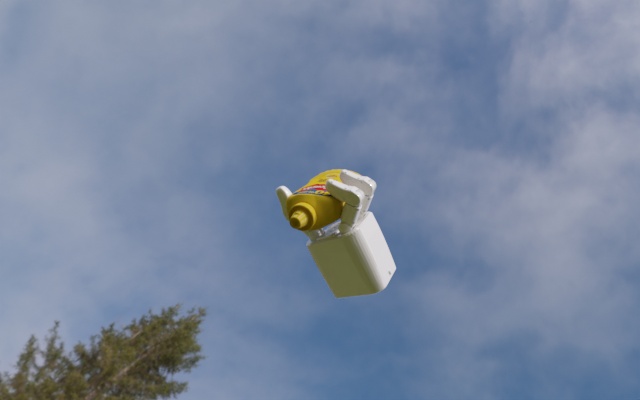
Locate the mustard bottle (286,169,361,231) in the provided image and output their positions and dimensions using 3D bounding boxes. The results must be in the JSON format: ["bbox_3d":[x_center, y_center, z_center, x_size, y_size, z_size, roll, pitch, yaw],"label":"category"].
[{"bbox_3d":[0.000,0.002,0.755,0.096,0.058,0.191,4,21,22],"label":"mustard bottle"}]
